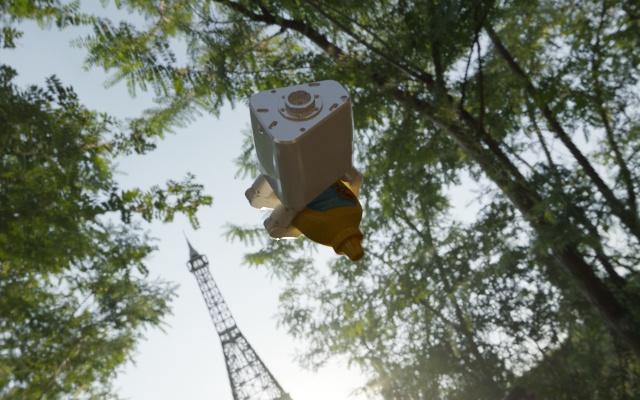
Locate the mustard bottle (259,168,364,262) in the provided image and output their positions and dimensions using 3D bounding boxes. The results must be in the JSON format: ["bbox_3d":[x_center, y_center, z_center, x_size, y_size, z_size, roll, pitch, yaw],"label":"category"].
[{"bbox_3d":[0.000,0.002,0.622,0.096,0.058,0.191,-8,47,-34],"label":"mustard bottle"}]
